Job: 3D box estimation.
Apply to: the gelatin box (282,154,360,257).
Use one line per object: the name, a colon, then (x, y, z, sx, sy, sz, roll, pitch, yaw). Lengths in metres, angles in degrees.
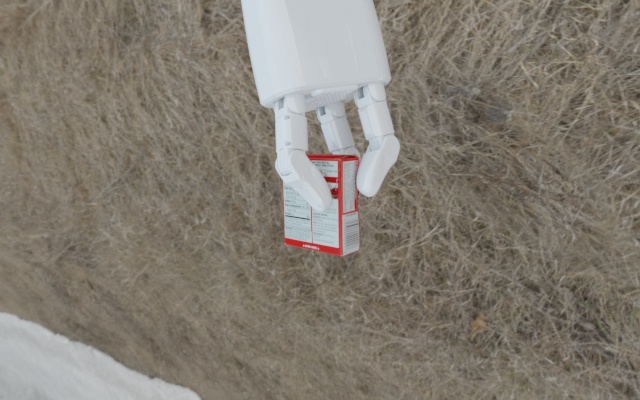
gelatin box: (0.000, 0.002, 0.441, 0.073, 0.089, 0.030, 6, 11, 41)
